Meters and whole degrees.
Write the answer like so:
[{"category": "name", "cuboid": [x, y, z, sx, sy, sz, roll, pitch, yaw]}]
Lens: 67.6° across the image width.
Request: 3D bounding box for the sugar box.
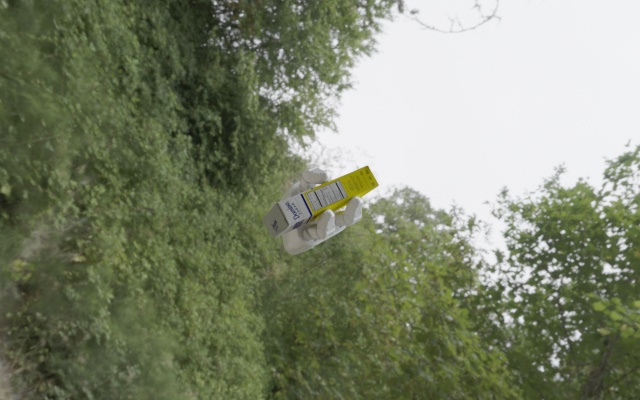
[{"category": "sugar box", "cuboid": [0.000, 0.003, 0.776, 0.176, 0.048, 0.093, -26, -6, -26]}]
